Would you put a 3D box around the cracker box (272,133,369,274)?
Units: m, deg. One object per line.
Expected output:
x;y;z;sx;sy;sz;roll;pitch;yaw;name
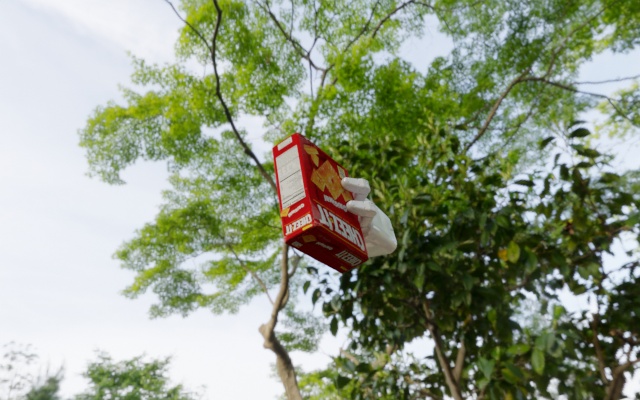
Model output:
0.000;0.003;0.860;0.072;0.213;0.164;-31;-41;24;cracker box
